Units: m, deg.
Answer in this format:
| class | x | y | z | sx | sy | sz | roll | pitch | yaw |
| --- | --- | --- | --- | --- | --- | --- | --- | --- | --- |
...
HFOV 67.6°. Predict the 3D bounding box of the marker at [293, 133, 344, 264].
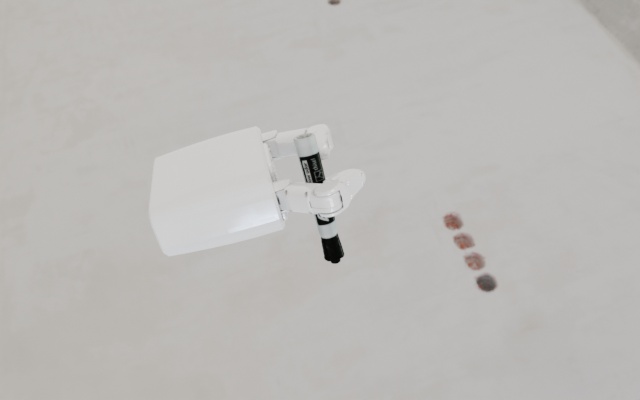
| class | x | y | z | sx | sy | sz | roll | pitch | yaw |
| --- | --- | --- | --- | --- | --- | --- | --- | --- | --- |
| marker | 0.000 | 0.001 | 0.415 | 0.020 | 0.121 | 0.020 | -12 | 21 | 5 |
